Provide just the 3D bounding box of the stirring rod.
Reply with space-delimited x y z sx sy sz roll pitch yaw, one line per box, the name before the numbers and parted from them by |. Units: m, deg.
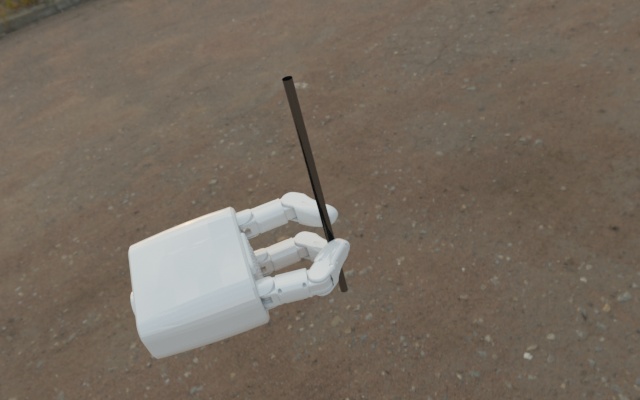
stirring rod | 0.000 0.002 0.428 0.011 0.240 0.011 -9 38 7
